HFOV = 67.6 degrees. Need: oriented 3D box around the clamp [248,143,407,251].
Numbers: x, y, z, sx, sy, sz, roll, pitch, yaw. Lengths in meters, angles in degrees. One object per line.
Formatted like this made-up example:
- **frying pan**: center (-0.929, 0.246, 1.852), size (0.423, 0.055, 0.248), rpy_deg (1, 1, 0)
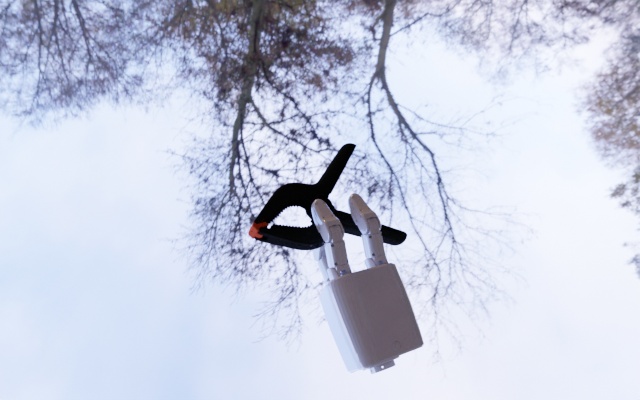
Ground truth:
- **clamp**: center (-0.001, 0.003, 0.634), size (0.210, 0.164, 0.036), rpy_deg (-10, -24, -27)
